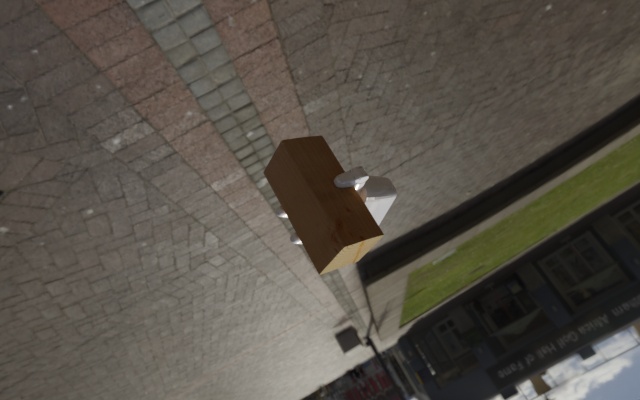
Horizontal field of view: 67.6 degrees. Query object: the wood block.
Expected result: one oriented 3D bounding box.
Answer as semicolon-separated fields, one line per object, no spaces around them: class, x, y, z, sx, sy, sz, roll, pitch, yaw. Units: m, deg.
wood block;0.001;0.002;0.784;0.090;0.206;0.091;-13;-28;-39
